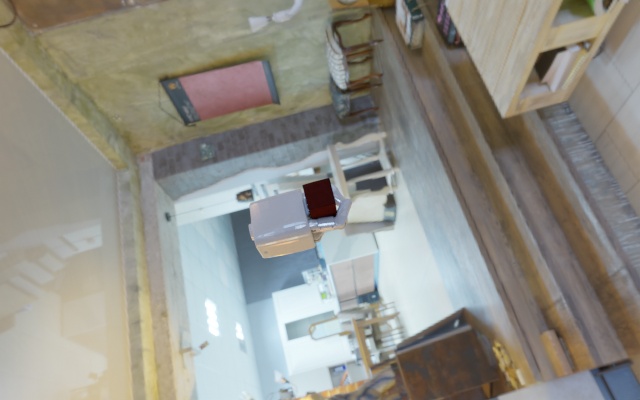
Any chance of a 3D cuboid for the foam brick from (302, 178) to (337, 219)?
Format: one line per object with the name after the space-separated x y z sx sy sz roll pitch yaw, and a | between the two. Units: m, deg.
0.000 0.003 0.879 0.051 0.053 0.078 -13 -24 -1 | foam brick
